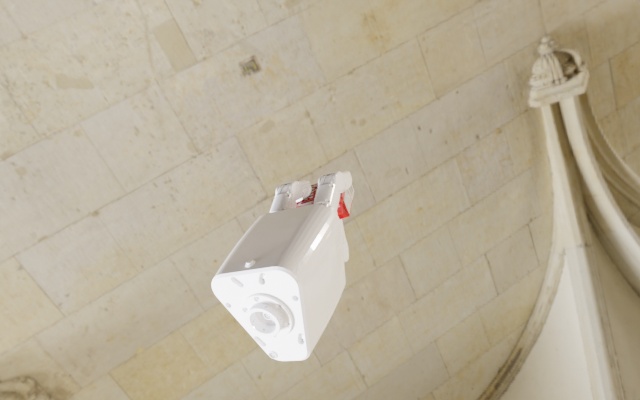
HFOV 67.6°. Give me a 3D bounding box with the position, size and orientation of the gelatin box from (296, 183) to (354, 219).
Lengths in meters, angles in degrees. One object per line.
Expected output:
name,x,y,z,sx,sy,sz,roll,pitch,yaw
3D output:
gelatin box,0.000,0.002,0.582,0.073,0.030,0.089,-17,17,14
